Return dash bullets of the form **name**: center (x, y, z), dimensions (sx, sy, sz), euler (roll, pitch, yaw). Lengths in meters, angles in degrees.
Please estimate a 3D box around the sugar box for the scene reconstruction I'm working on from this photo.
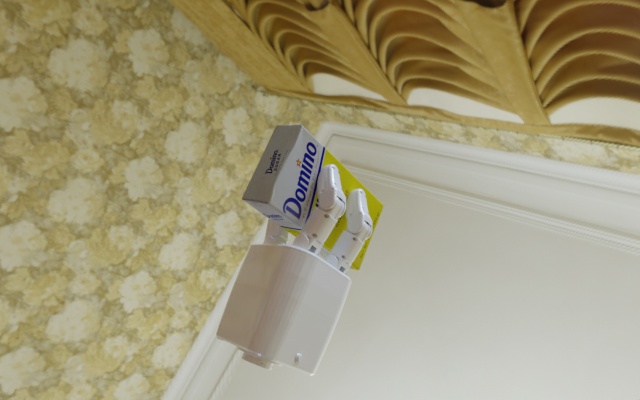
- **sugar box**: center (0.001, 0.002, 0.538), dimensions (0.048, 0.093, 0.176), euler (7, -22, 40)
